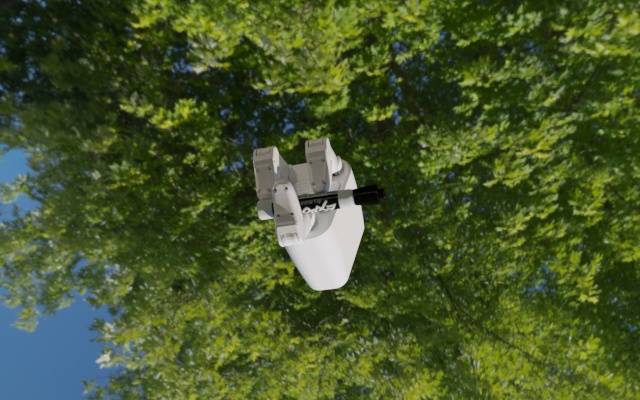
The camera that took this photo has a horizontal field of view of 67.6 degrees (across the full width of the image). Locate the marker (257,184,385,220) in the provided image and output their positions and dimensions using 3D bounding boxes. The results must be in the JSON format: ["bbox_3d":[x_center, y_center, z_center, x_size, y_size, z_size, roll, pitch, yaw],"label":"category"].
[{"bbox_3d":[0.000,0.001,0.448,0.121,0.020,0.020,-8,-2,12],"label":"marker"}]
